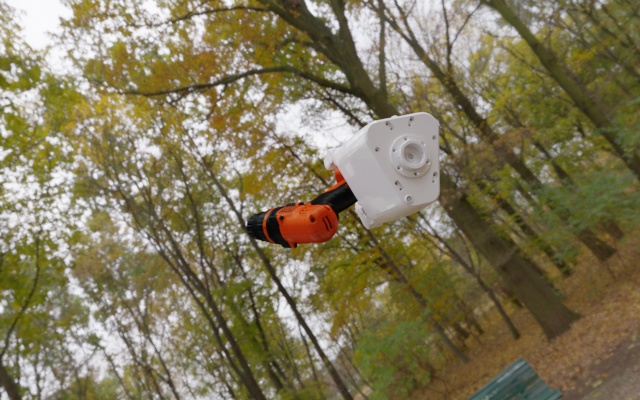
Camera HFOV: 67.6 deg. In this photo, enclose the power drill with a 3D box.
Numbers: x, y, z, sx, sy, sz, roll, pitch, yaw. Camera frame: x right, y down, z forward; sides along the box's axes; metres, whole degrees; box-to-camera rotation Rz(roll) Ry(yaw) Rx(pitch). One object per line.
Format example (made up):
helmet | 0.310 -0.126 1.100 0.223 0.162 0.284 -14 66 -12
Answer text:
power drill | 0.001 0.002 0.681 0.187 0.057 0.184 -37 20 -33
